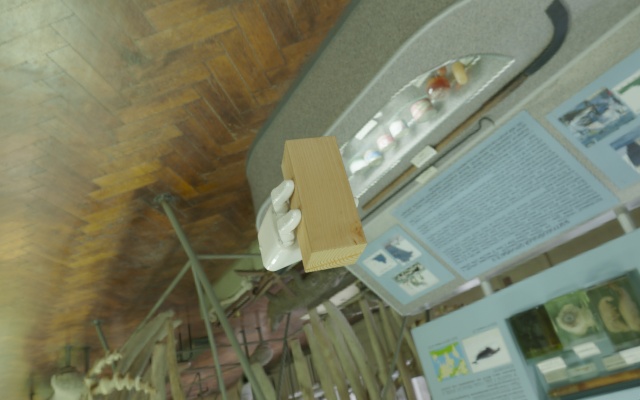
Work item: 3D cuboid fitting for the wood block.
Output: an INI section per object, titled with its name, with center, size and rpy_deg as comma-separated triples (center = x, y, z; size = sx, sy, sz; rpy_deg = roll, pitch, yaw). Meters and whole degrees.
[wood block]
center = 0.000, 0.003, 0.803
size = 0.091, 0.206, 0.090
rpy_deg = -8, -27, -14
